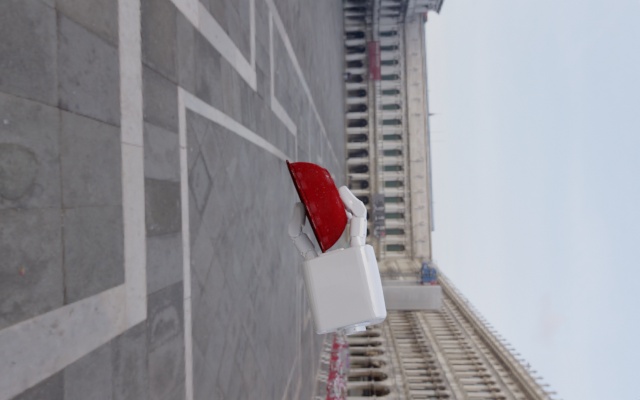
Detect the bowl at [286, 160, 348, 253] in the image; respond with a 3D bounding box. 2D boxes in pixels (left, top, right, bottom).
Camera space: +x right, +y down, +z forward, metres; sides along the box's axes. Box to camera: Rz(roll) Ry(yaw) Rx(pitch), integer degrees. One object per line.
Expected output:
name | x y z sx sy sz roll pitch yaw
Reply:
bowl | 0.000 0.001 0.744 0.055 0.162 0.162 -22 1 -4
